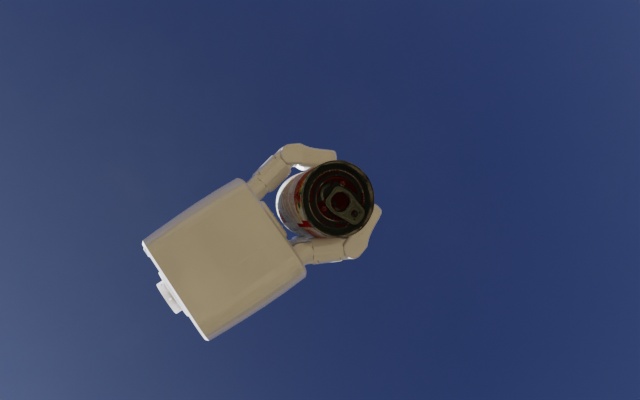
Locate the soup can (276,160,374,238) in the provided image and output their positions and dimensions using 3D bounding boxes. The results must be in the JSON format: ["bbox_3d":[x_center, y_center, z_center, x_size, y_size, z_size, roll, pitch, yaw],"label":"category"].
[{"bbox_3d":[0.000,0.001,0.460,0.068,0.068,0.102,0,-3,-18],"label":"soup can"}]
